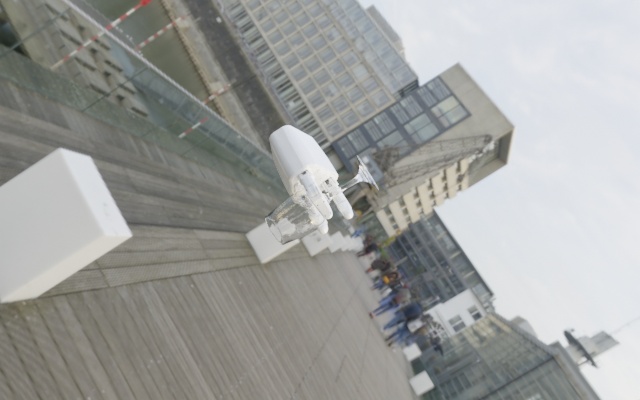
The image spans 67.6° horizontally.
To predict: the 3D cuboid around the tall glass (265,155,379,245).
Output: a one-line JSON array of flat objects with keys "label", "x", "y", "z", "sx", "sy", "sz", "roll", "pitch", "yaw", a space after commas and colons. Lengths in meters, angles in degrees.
[{"label": "tall glass", "x": 0.001, "y": 0.003, "z": 0.860, "sx": 0.201, "sy": 0.079, "sz": 0.079, "roll": -32, "pitch": -3, "yaw": 4}]
